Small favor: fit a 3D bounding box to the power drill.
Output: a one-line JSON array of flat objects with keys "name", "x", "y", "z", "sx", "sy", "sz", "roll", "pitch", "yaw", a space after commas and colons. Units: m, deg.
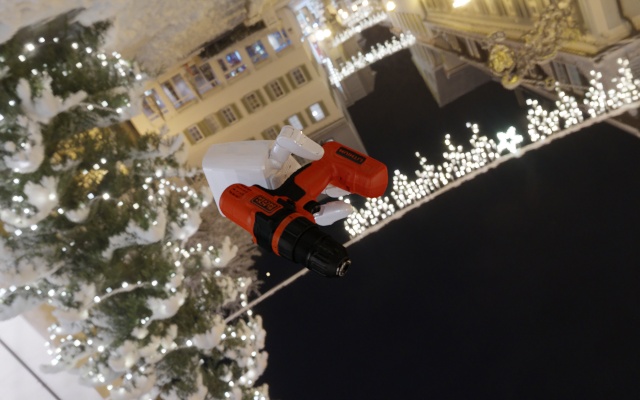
[{"name": "power drill", "x": 0.000, "y": 0.002, "z": 0.580, "sx": 0.184, "sy": 0.057, "sz": 0.187, "roll": 30, "pitch": 44, "yaw": 29}]
